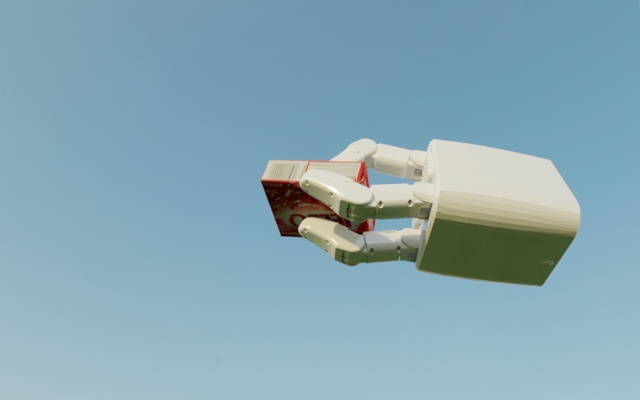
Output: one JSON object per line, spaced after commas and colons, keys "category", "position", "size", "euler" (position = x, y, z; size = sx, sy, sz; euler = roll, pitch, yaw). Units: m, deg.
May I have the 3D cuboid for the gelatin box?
{"category": "gelatin box", "position": [0.000, 0.001, 0.418], "size": [0.089, 0.030, 0.073], "euler": [3, -44, 17]}
